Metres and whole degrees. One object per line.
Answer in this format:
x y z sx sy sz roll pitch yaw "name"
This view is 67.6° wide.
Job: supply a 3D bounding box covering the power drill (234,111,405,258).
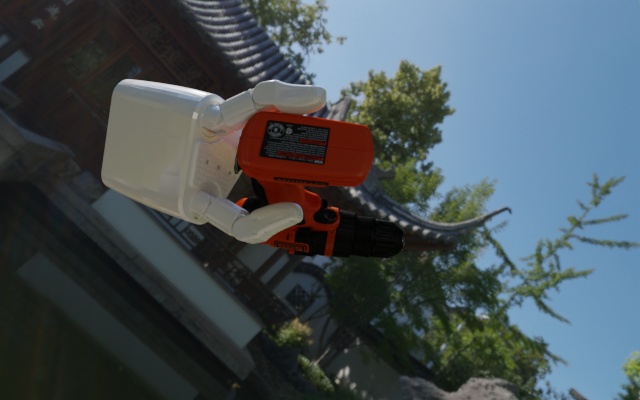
0.000 0.001 0.445 0.184 0.057 0.188 6 -29 1 "power drill"
